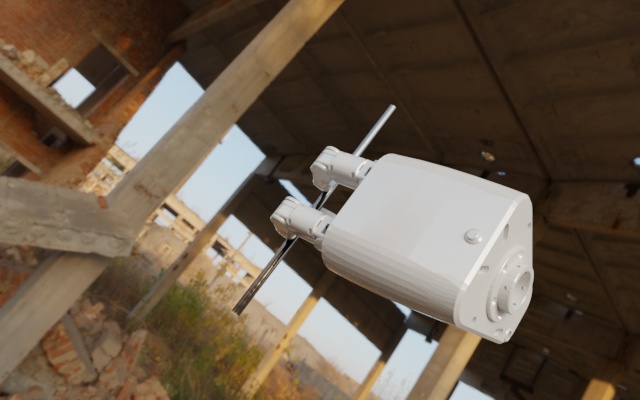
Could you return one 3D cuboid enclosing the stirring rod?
[{"bbox_3d":[0.000,0.002,0.427,0.011,0.239,0.011,34,-17,12],"label":"stirring rod"}]
